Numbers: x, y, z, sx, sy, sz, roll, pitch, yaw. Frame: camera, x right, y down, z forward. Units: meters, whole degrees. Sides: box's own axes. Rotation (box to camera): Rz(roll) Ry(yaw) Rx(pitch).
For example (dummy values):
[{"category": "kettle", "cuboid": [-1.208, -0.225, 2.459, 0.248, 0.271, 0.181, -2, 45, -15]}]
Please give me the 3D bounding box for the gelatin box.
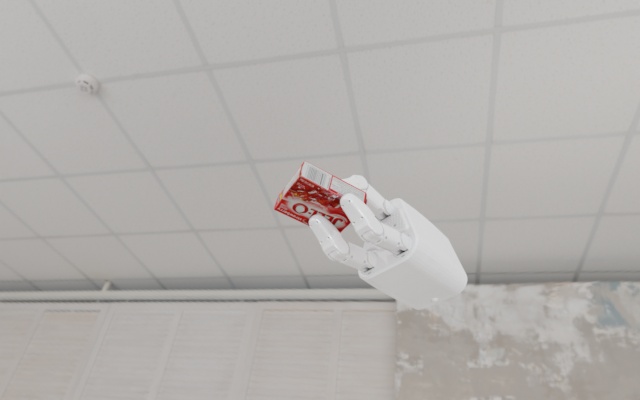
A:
[{"category": "gelatin box", "cuboid": [0.000, 0.001, 0.573, 0.089, 0.030, 0.073, 27, -43, -15]}]
